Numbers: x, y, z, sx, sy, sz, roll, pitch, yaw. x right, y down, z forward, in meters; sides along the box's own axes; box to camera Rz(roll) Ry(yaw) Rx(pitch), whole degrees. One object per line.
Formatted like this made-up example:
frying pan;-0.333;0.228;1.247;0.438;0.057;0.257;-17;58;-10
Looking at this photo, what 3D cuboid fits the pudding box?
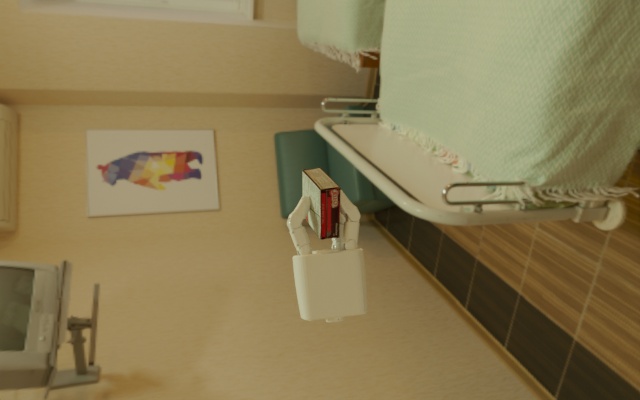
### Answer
pudding box;0.000;0.003;0.809;0.039;0.090;0.113;-6;23;-18
